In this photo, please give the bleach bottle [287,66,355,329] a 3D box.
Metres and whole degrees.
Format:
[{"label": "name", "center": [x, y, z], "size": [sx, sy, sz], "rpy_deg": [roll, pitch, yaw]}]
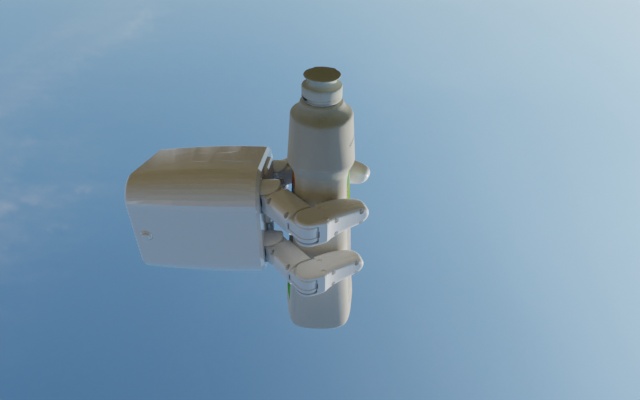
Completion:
[{"label": "bleach bottle", "center": [0.000, 0.002, 0.432], "size": [0.068, 0.251, 0.102], "rpy_deg": [0, 38, 0]}]
